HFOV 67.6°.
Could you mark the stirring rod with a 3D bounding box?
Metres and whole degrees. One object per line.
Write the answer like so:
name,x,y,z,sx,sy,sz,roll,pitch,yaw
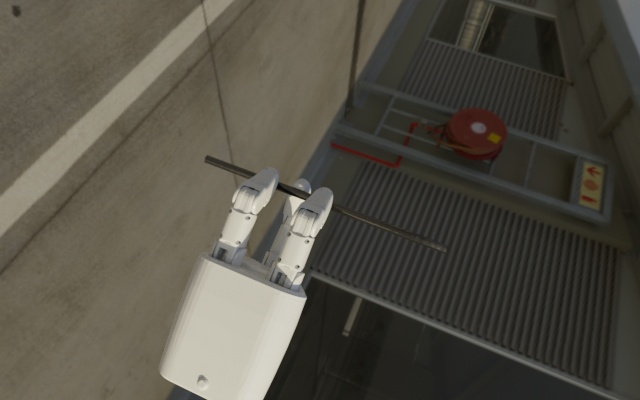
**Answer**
stirring rod,0.000,0.001,0.440,0.239,0.011,0.011,21,4,11
